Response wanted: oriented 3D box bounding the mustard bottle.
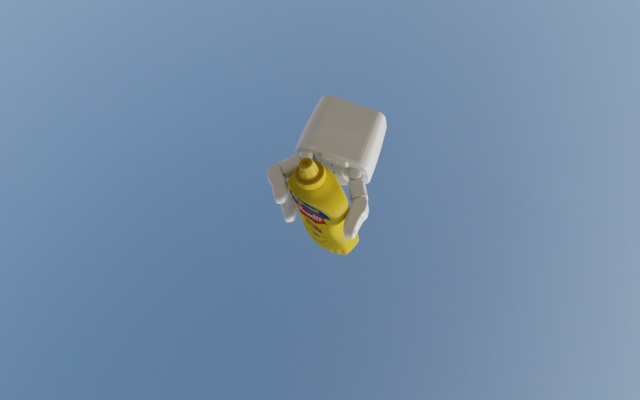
[{"bbox_3d":[0.000,0.003,0.678,0.096,0.058,0.192,37,-18,29],"label":"mustard bottle"}]
